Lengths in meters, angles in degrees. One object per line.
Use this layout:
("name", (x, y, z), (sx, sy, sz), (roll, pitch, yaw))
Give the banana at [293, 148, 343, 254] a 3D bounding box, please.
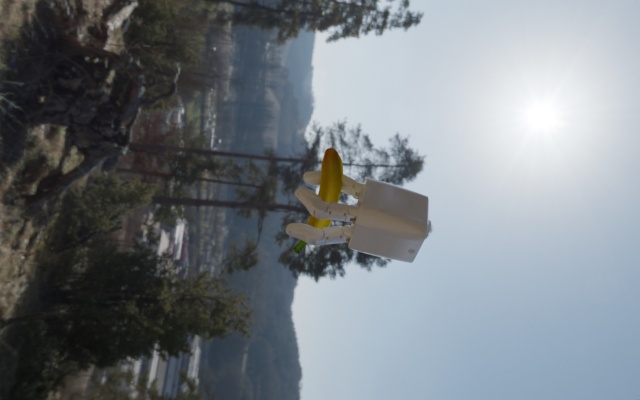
("banana", (0.007, -0.002, 0.768), (0.037, 0.198, 0.069), (25, 30, 14))
